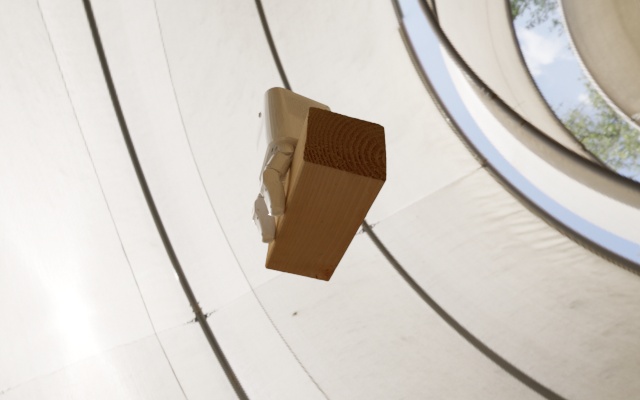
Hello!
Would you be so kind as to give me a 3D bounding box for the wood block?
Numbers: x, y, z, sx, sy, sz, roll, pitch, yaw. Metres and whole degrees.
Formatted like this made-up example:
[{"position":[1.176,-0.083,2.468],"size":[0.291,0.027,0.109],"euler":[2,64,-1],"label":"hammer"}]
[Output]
[{"position":[0.000,0.002,0.579],"size":[0.091,0.090,0.206],"euler":[13,-41,-9],"label":"wood block"}]
